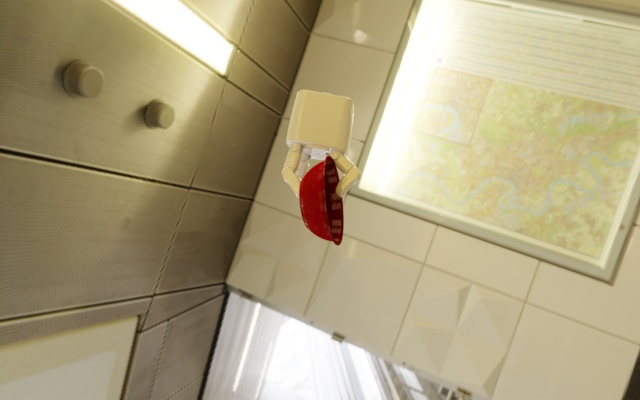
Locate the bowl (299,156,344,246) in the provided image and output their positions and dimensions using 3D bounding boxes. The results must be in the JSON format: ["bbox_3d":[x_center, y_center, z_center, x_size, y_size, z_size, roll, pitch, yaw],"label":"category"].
[{"bbox_3d":[0.000,0.004,0.855,0.055,0.162,0.162,-6,-1,12],"label":"bowl"}]
